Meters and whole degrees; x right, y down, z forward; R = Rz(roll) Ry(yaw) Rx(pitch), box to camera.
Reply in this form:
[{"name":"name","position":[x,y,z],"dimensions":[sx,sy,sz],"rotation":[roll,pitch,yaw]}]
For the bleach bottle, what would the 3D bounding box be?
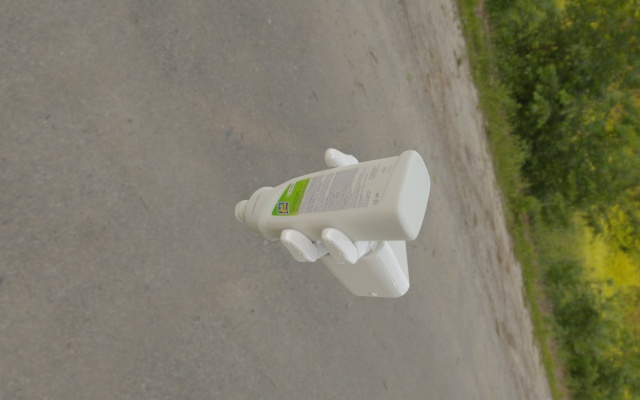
[{"name":"bleach bottle","position":[0.000,0.002,0.589],"dimensions":[0.251,0.102,0.068],"rotation":[-4,-42,33]}]
